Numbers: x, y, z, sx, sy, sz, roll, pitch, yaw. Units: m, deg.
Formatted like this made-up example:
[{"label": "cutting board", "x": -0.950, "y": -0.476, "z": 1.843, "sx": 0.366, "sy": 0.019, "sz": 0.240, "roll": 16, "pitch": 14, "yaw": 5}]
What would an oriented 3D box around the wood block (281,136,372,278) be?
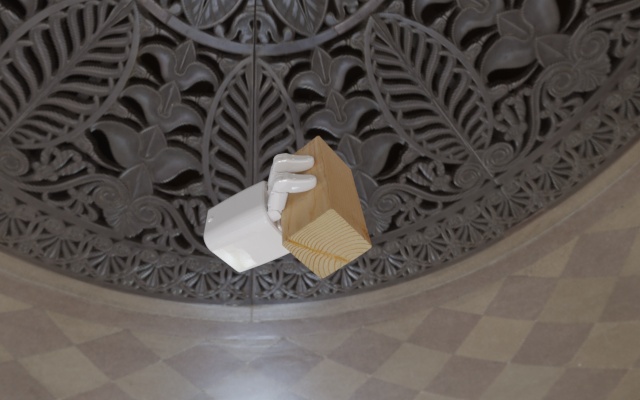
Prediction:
[{"label": "wood block", "x": 0.000, "y": 0.003, "z": 0.720, "sx": 0.090, "sy": 0.091, "sz": 0.206, "roll": -35, "pitch": 31, "yaw": 17}]
